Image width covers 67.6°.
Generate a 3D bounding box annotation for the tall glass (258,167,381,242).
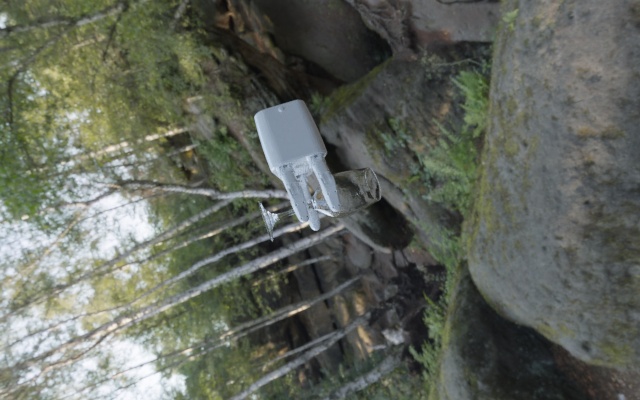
[{"bbox_3d":[0.000,0.003,0.817,0.201,0.079,0.079,-19,3,-10],"label":"tall glass"}]
